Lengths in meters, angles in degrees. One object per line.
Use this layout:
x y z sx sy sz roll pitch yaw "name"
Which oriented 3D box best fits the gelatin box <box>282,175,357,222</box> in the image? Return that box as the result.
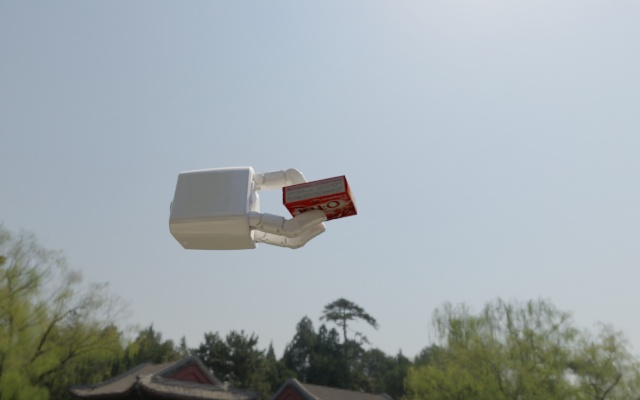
0.000 0.002 0.652 0.089 0.030 0.073 -11 -28 10 "gelatin box"
